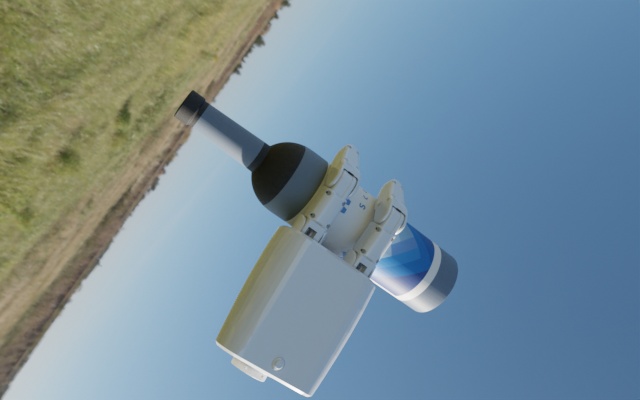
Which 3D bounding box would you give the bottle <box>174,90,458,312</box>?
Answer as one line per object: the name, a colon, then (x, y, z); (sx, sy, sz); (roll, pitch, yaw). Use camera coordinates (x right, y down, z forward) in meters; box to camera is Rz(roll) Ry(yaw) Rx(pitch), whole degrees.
bottle: (0.000, 0.002, 0.439); (0.296, 0.069, 0.069); (36, -12, -17)
